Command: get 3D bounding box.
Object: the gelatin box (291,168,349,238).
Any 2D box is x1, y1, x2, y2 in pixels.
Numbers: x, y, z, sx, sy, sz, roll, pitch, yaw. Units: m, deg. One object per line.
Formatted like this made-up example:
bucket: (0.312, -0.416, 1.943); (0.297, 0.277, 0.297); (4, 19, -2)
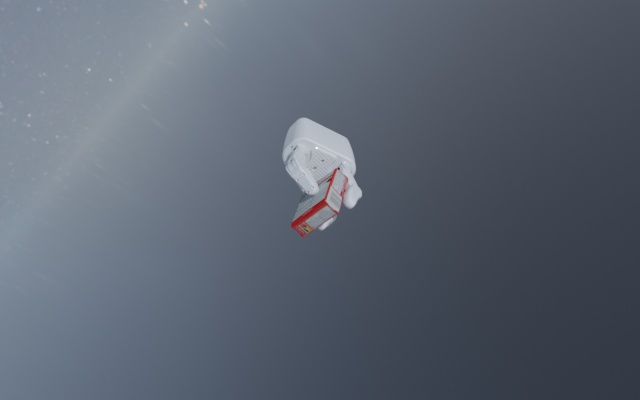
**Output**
gelatin box: (0.000, 0.002, 0.687); (0.073, 0.030, 0.089); (-36, 20, 32)
